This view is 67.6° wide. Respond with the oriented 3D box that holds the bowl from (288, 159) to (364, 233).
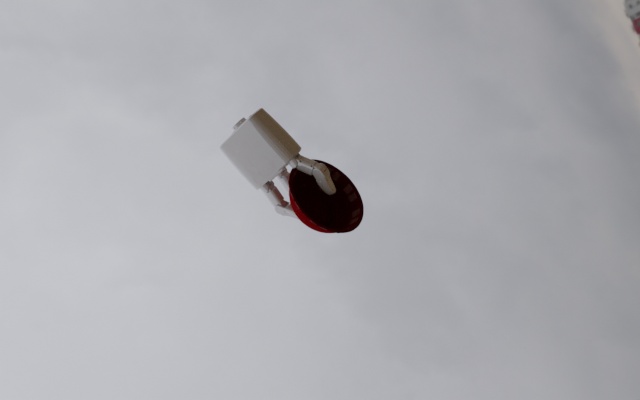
[{"bbox_3d":[0.001,0.004,0.890,0.162,0.162,0.055,0,-33,-38],"label":"bowl"}]
